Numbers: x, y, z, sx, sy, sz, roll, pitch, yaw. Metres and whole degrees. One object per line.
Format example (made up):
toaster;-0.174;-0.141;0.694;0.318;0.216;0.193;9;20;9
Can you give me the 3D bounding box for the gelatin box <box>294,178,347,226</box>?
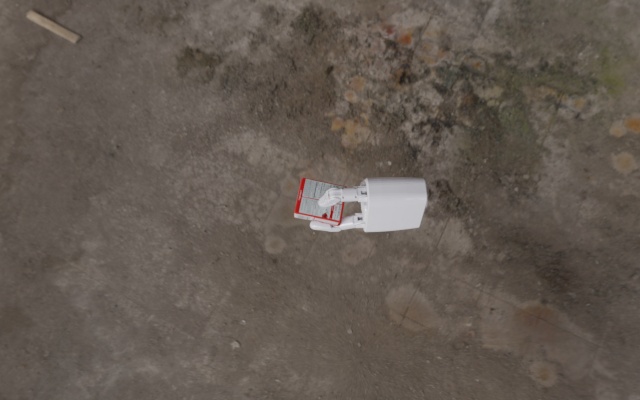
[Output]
gelatin box;0.000;0.003;0.894;0.089;0.073;0.030;12;-19;-2
